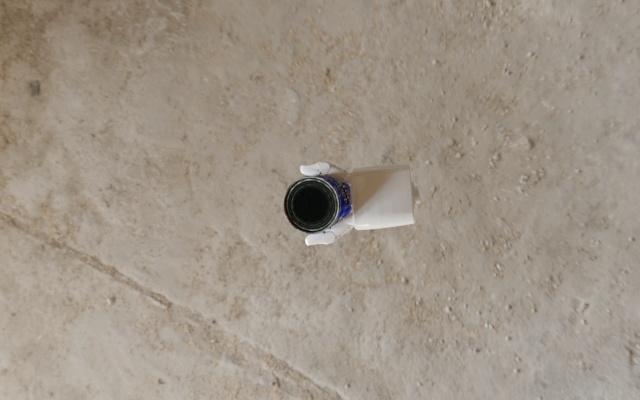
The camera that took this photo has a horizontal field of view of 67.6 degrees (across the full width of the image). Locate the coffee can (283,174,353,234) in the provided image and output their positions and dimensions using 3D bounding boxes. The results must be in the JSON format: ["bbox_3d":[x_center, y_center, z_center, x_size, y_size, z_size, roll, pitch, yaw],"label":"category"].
[{"bbox_3d":[0.000,0.003,0.898,0.103,0.103,0.140,0,4,14],"label":"coffee can"}]
